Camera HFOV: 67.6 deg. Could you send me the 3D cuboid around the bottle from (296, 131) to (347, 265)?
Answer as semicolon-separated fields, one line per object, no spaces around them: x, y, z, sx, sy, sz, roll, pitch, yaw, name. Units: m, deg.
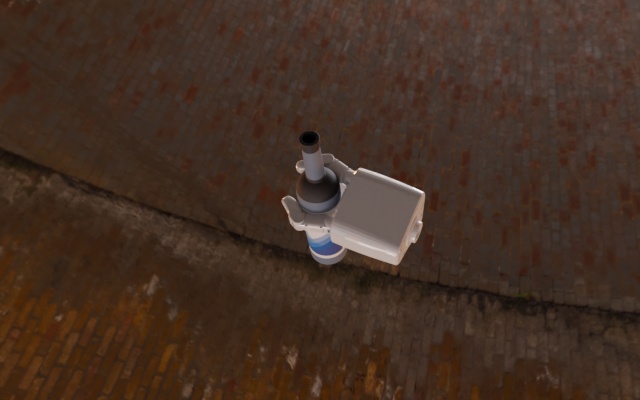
0.000;0.003;0.742;0.069;0.069;0.296;0;-35;7;bottle
